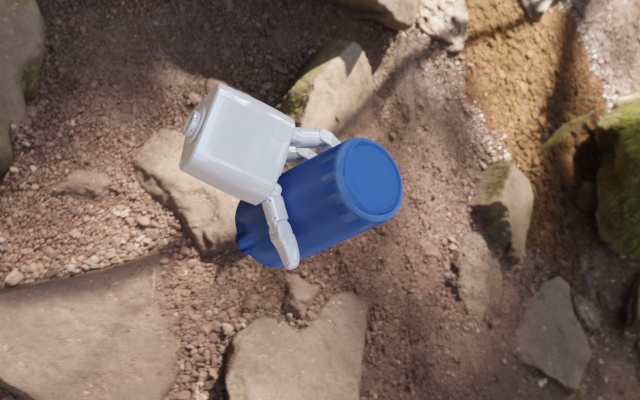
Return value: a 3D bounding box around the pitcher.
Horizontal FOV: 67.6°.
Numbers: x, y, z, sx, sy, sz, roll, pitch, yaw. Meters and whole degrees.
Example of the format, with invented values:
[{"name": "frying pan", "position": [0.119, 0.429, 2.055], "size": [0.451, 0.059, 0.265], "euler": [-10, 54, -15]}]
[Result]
[{"name": "pitcher", "position": [0.000, 0.002, 0.657], "size": [0.145, 0.149, 0.243], "euler": [25, -30, -28]}]
